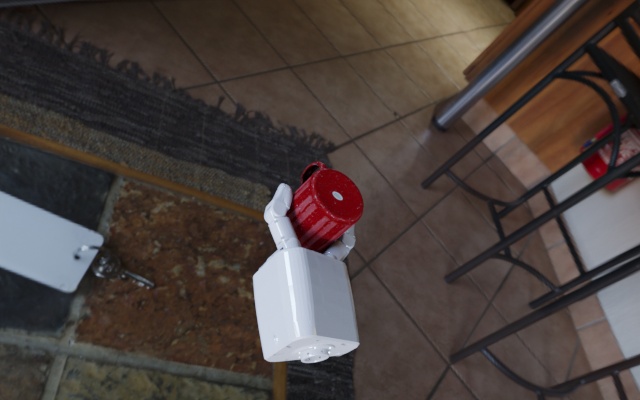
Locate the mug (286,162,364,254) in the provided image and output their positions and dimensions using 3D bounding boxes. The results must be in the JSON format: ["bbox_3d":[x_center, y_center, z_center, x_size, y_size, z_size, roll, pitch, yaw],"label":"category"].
[{"bbox_3d":[0.000,0.001,0.625,0.093,0.117,0.081,11,-37,-32],"label":"mug"}]
